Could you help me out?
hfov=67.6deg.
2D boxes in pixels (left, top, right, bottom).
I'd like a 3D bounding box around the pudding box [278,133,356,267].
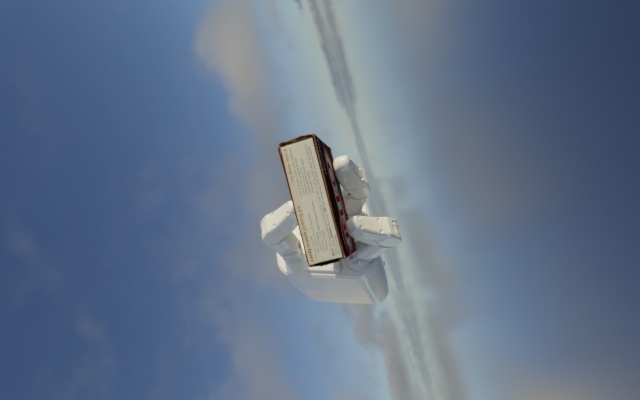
[{"bbox_3d":[0.000,0.002,0.445,0.039,0.113,0.090,-17,-4,8],"label":"pudding box"}]
